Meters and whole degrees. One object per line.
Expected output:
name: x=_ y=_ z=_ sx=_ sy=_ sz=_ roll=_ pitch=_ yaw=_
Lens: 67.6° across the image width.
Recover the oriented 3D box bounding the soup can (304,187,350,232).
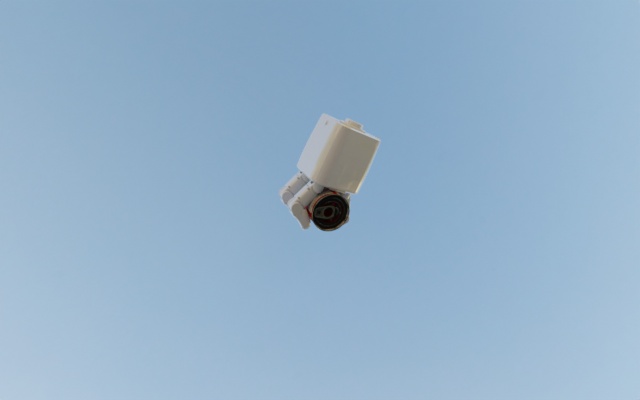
soup can: x=0.000 y=0.003 z=0.841 sx=0.068 sy=0.068 sz=0.102 roll=0 pitch=22 yaw=-22
